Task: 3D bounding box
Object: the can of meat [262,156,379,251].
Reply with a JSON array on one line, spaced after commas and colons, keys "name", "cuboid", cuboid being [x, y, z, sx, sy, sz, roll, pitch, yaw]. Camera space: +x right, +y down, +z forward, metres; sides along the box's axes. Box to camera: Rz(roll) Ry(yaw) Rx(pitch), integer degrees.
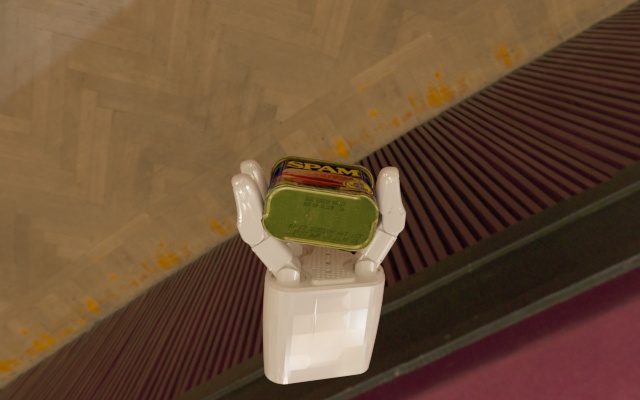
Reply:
[{"name": "can of meat", "cuboid": [0.000, 0.001, 0.434, 0.102, 0.057, 0.084, 8, 20, -3]}]
